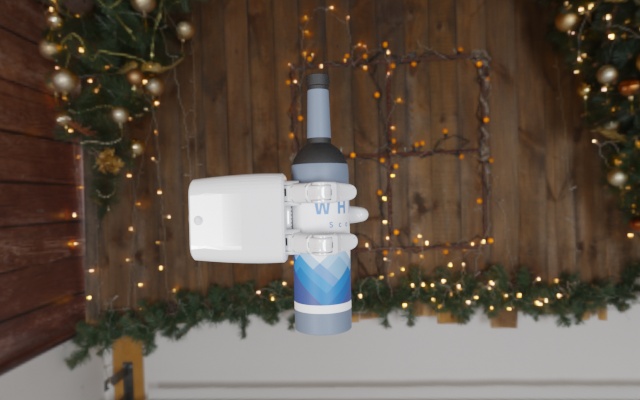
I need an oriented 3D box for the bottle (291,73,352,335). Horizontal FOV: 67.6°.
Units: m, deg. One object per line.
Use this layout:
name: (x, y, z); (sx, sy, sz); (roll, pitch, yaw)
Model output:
bottle: (0.000, 0.002, 0.558); (0.069, 0.295, 0.069); (-1, 1, 0)
